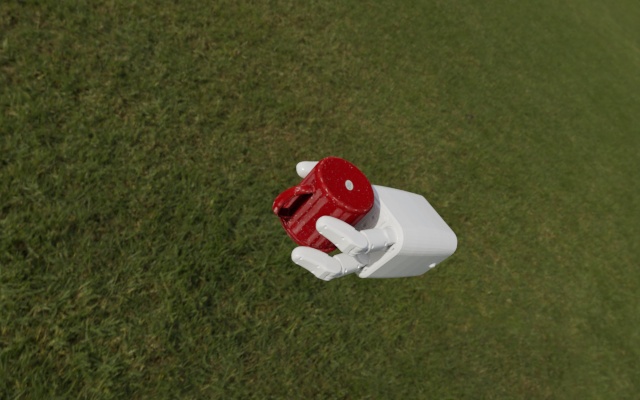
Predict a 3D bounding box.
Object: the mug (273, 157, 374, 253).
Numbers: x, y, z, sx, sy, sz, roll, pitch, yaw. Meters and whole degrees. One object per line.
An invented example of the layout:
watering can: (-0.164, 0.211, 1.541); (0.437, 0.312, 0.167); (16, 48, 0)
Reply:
mug: (-0.001, 0.002, 0.557); (0.117, 0.093, 0.081); (6, -39, -37)
